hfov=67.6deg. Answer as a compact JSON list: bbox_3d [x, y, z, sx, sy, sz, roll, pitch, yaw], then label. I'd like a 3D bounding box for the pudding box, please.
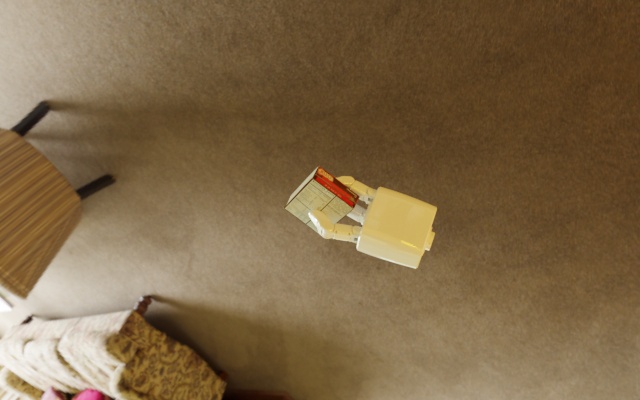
[{"bbox_3d":[0.000,0.003,0.836,0.090,0.039,0.113,37,-45,-9],"label":"pudding box"}]
